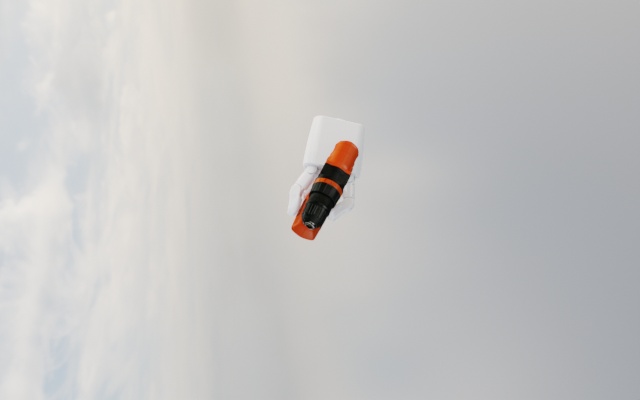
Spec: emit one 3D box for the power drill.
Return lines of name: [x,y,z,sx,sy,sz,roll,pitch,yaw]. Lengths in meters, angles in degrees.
power drill: [0.000,0.003,0.868,0.057,0.184,0.188,30,-31,-1]
